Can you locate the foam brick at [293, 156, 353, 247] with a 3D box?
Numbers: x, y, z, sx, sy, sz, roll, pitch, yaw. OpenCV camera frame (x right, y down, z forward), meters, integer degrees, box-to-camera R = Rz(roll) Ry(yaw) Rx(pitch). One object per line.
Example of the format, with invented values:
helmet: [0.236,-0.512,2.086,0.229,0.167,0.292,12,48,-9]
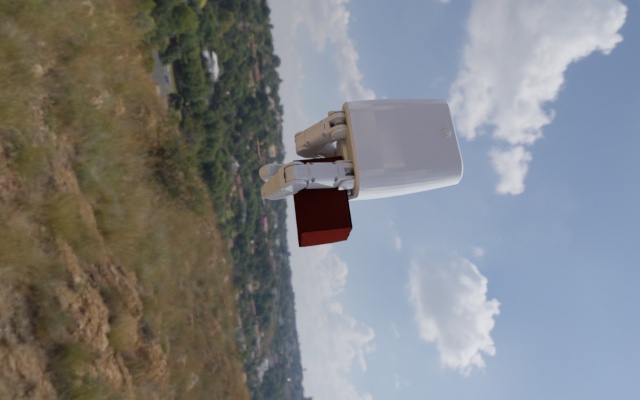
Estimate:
foam brick: [0.000,0.002,0.483,0.051,0.078,0.053,-5,-19,-7]
